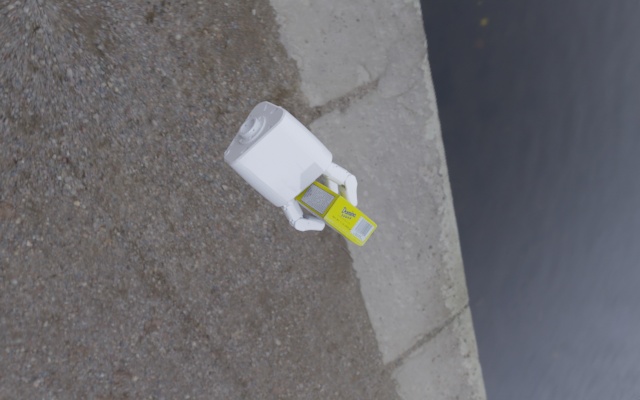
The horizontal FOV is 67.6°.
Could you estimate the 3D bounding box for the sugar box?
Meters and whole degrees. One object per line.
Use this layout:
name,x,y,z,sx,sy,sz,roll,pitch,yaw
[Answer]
sugar box,0.000,0.002,0.738,0.093,0.048,0.176,39,-1,-37
